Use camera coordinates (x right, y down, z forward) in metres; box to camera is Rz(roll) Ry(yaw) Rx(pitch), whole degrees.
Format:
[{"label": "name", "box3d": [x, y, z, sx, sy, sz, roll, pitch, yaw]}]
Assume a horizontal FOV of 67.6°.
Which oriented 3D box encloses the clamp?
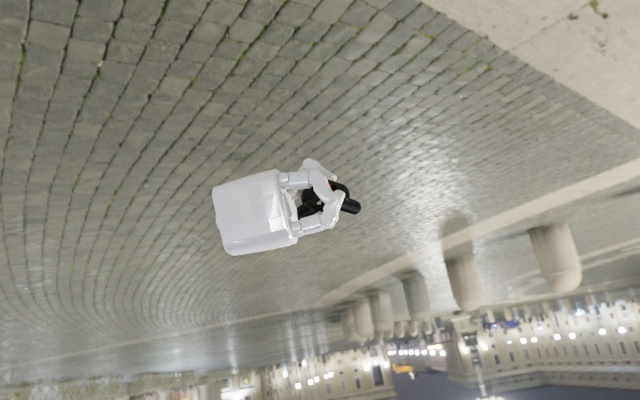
[{"label": "clamp", "box3d": [0.000, 0.003, 0.804, 0.120, 0.039, 0.171, -14, -19, 8]}]
